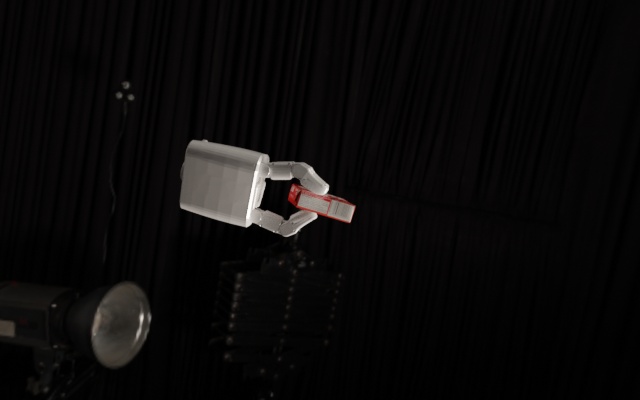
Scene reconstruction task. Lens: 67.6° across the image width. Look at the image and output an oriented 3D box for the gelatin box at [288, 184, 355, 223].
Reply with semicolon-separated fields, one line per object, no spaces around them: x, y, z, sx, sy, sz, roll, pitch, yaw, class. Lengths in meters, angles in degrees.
0.000;0.003;0.721;0.089;0.030;0.073;17;4;-13;gelatin box
